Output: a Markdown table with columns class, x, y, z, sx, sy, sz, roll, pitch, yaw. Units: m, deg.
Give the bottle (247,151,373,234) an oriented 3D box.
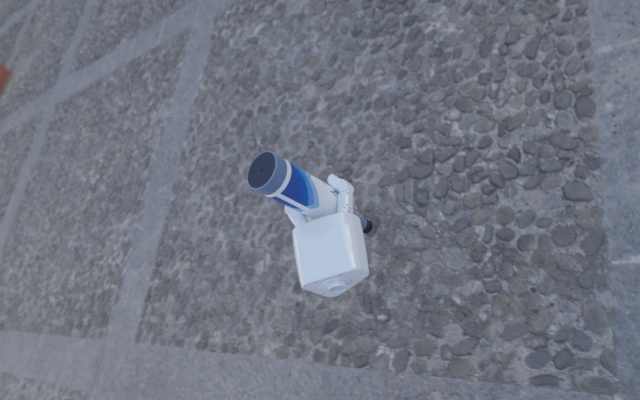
| class | x | y | z | sx | sy | sz | roll | pitch | yaw |
| --- | --- | --- | --- | --- | --- | --- | --- | --- | --- |
| bottle | 0.000 | 0.003 | 0.851 | 0.069 | 0.069 | 0.296 | 0 | -20 | 42 |
